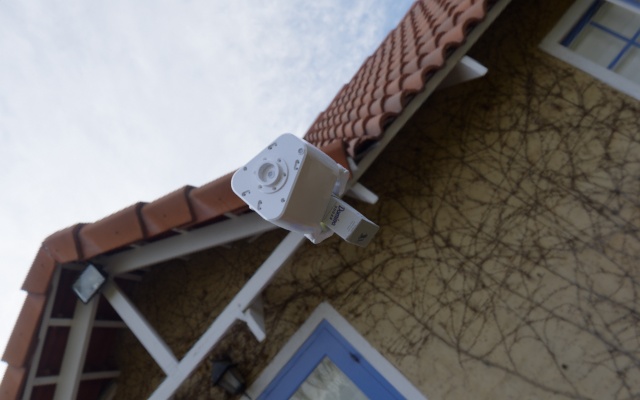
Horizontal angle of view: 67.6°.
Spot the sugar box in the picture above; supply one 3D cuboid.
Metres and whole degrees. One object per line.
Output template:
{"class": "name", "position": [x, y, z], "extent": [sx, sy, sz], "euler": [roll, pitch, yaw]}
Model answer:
{"class": "sugar box", "position": [0.000, 0.003, 0.730], "extent": [0.176, 0.048, 0.093], "euler": [39, 6, 25]}
